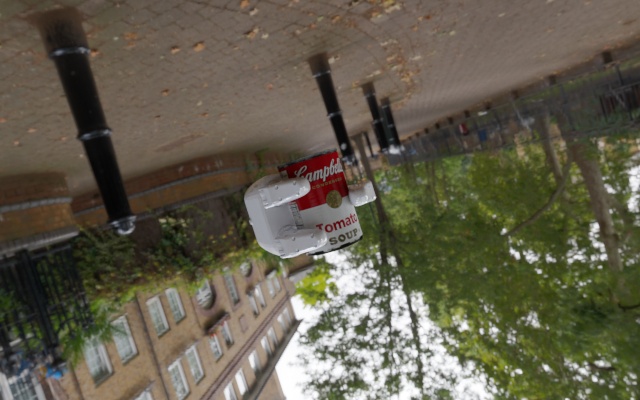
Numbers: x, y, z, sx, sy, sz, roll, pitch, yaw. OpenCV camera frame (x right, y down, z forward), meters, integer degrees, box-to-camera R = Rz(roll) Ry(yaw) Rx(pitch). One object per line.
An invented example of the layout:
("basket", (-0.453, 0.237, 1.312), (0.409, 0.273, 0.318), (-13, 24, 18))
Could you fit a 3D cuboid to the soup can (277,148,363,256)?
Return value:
("soup can", (0.000, 0.002, 0.516), (0.068, 0.102, 0.068), (-17, 3, 1))
